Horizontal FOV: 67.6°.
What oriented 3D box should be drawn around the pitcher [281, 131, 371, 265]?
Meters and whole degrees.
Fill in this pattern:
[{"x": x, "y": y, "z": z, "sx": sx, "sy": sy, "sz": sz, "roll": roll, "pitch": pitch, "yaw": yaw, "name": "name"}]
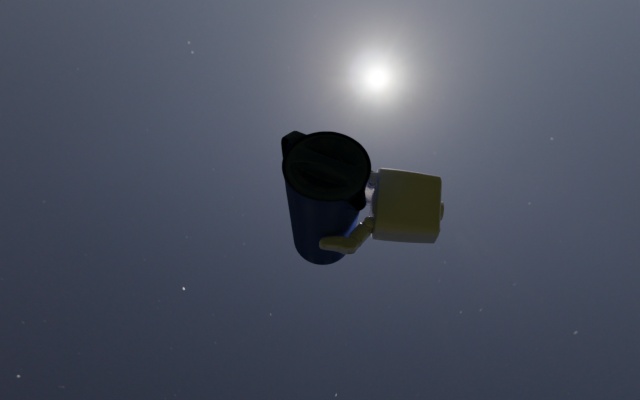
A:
[{"x": 0.000, "y": 0.003, "z": 0.806, "sx": 0.145, "sy": 0.149, "sz": 0.243, "roll": 5, "pitch": -34, "yaw": 1, "name": "pitcher"}]
